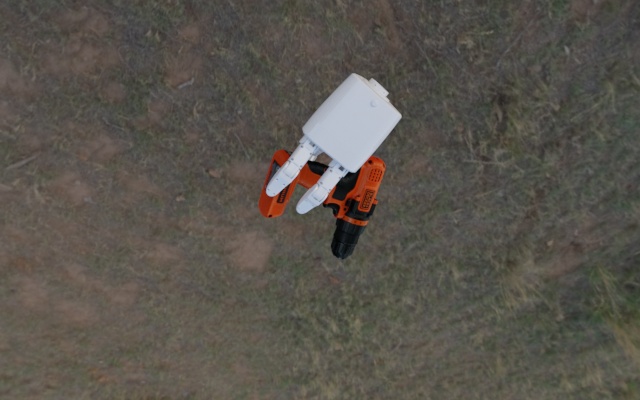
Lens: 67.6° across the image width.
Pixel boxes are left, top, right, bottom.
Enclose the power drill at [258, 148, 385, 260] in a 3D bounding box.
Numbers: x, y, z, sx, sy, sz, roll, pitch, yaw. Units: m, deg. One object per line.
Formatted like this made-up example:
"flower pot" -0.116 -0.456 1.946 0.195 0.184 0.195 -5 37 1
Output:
"power drill" 0.000 0.002 0.766 0.188 0.184 0.057 10 16 -28
